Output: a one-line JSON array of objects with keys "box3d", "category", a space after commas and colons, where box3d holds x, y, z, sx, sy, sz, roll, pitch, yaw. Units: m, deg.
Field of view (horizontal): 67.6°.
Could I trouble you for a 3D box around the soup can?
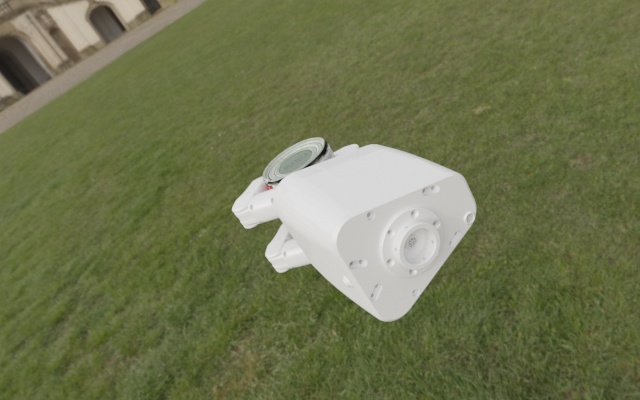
[{"box3d": [0.000, 0.001, 0.445, 0.068, 0.102, 0.068, -25, 27, 14], "category": "soup can"}]
